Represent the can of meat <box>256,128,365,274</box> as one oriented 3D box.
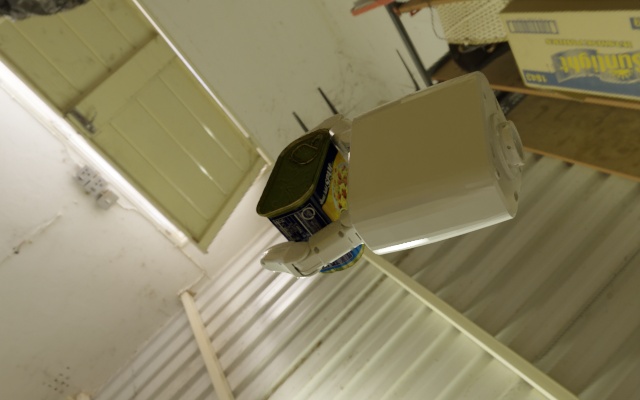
[{"bbox_3d":[0.000,0.002,0.420,0.057,0.084,0.102,-20,34,30],"label":"can of meat"}]
